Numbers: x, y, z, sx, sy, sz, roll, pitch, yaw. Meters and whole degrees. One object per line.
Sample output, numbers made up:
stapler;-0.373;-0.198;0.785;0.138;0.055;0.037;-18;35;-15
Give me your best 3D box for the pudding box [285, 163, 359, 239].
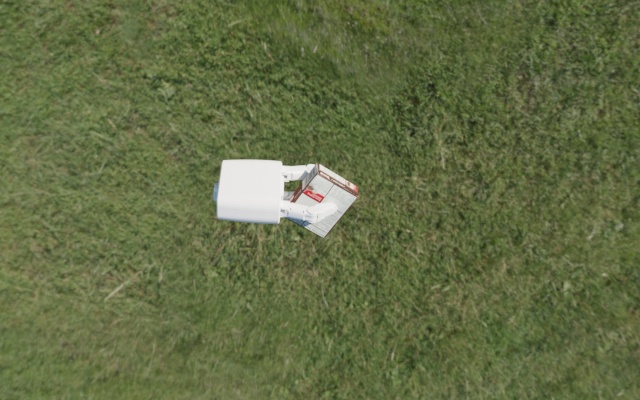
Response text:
pudding box;0.000;0.003;0.848;0.090;0.113;0.039;29;29;-18
